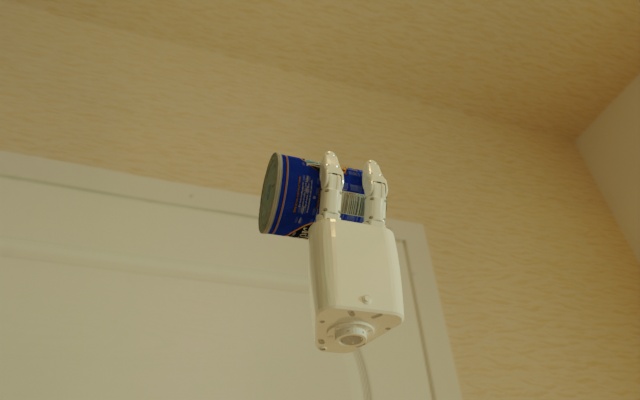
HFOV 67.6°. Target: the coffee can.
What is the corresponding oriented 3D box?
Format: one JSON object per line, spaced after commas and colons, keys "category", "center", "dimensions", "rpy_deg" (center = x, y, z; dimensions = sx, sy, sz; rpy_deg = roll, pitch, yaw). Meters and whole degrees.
{"category": "coffee can", "center": [0.000, 0.002, 0.610], "dimensions": [0.140, 0.103, 0.103], "rpy_deg": [10, -3, -15]}
